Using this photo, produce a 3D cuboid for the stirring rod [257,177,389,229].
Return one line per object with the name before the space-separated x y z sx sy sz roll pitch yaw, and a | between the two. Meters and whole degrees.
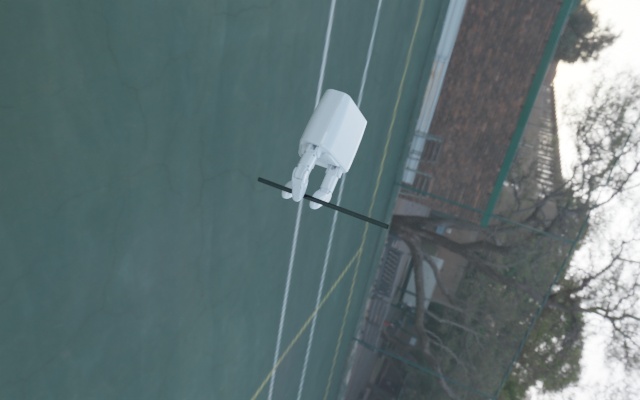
stirring rod | 0.000 0.003 0.801 0.239 0.011 0.011 20 6 16
